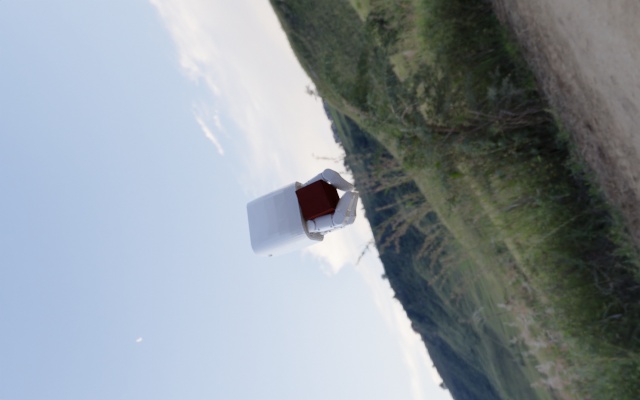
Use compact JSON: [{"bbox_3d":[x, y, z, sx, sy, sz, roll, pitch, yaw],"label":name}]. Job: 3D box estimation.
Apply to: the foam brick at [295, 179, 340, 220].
[{"bbox_3d":[0.000,0.002,0.806,0.051,0.053,0.078,-23,-14,15],"label":"foam brick"}]
